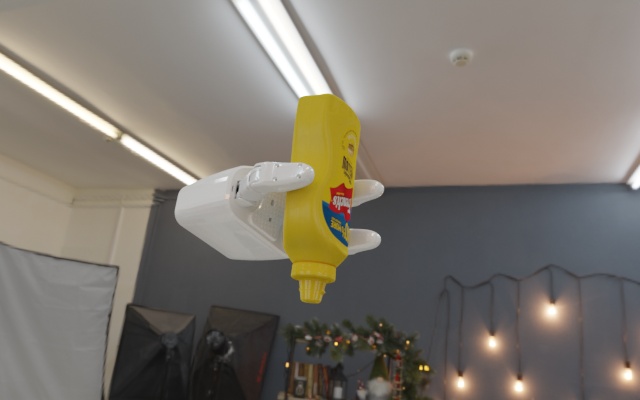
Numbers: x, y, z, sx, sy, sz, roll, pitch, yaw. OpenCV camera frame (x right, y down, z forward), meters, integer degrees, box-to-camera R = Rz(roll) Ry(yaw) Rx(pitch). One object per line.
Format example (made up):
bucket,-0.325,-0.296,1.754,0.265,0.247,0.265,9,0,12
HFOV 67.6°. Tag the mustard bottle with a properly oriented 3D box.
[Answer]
mustard bottle,0.000,0.001,0.461,0.058,0.191,0.096,0,-19,20
